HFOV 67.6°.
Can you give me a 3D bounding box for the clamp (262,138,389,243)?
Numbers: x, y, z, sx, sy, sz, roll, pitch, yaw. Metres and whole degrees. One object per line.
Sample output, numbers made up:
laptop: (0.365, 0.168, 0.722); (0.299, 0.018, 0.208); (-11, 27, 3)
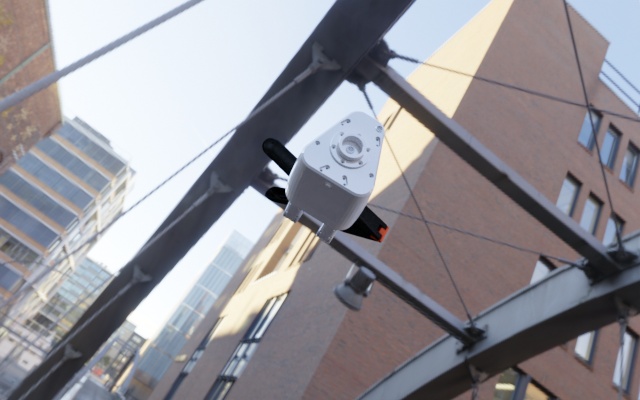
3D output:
clamp: (0.001, 0.002, 0.706); (0.210, 0.036, 0.165); (32, -23, 2)
